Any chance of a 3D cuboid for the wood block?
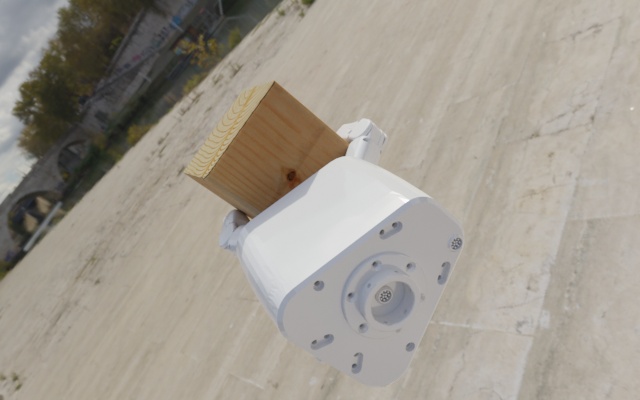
[{"bbox_3d":[0.000,0.001,0.416,0.206,0.091,0.090,38,-10,-24],"label":"wood block"}]
